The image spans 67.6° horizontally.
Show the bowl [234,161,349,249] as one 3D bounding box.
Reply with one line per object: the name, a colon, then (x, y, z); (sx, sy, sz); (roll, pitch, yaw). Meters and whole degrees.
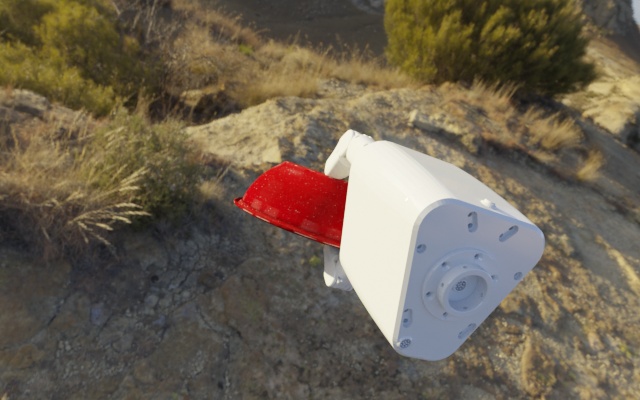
bowl: (0.000, 0.001, 0.474); (0.162, 0.055, 0.162); (19, 3, -1)
